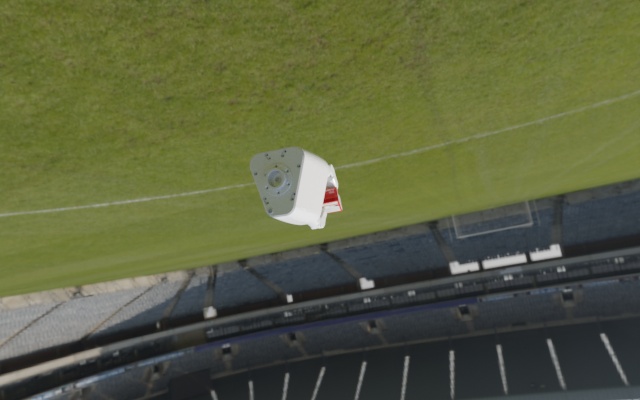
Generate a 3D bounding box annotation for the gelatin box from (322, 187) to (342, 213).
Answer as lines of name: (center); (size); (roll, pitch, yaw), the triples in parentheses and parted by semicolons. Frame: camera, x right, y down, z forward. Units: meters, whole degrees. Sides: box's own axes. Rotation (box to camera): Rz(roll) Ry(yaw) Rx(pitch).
gelatin box: (0.000, 0.003, 0.899); (0.073, 0.030, 0.089); (-10, -14, 5)
